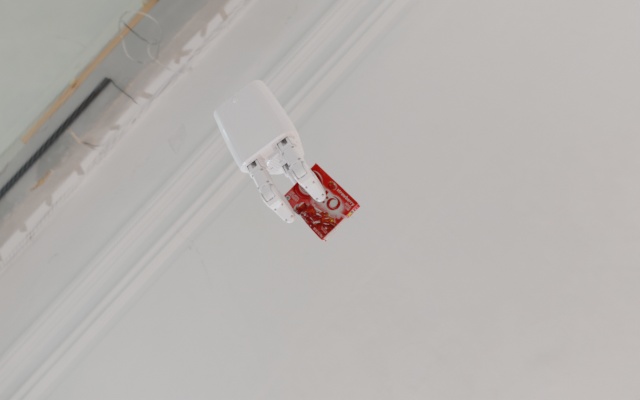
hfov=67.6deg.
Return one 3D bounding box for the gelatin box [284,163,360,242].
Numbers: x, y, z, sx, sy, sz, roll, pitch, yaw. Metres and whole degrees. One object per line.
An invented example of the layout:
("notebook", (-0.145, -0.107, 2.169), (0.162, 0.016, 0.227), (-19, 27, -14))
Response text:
("gelatin box", (0.000, 0.003, 0.684), (0.089, 0.073, 0.030), (45, 1, 16))
